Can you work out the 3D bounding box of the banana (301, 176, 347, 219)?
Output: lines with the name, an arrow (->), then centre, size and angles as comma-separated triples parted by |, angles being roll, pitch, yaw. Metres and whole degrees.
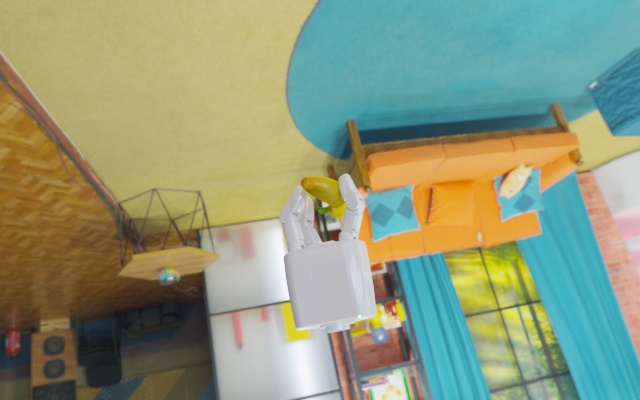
banana -> 0.019, 0.001, 0.745 | 0.069, 0.037, 0.198 | -8, -16, 5
